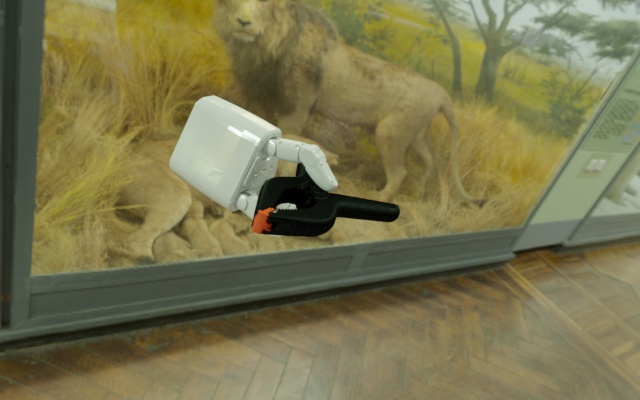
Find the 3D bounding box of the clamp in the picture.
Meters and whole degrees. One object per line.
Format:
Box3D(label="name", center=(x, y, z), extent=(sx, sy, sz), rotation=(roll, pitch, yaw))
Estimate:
Box3D(label="clamp", center=(0.000, 0.001, 0.573), extent=(0.164, 0.036, 0.210), rotation=(32, 30, 14))
